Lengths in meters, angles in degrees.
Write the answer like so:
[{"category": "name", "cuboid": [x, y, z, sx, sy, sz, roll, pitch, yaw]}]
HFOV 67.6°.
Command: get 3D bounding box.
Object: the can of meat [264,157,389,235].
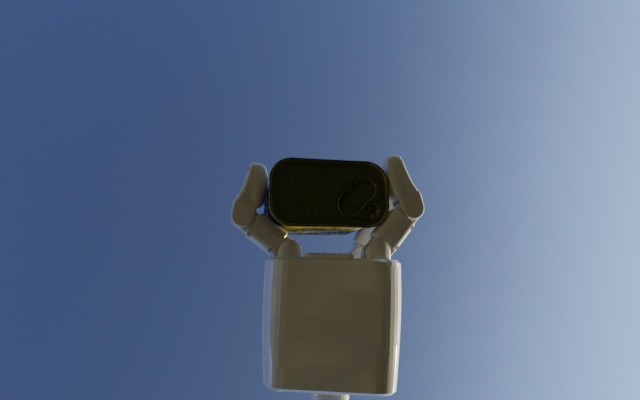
[{"category": "can of meat", "cuboid": [0.000, 0.001, 0.433, 0.102, 0.057, 0.084, 2, -11, -12]}]
